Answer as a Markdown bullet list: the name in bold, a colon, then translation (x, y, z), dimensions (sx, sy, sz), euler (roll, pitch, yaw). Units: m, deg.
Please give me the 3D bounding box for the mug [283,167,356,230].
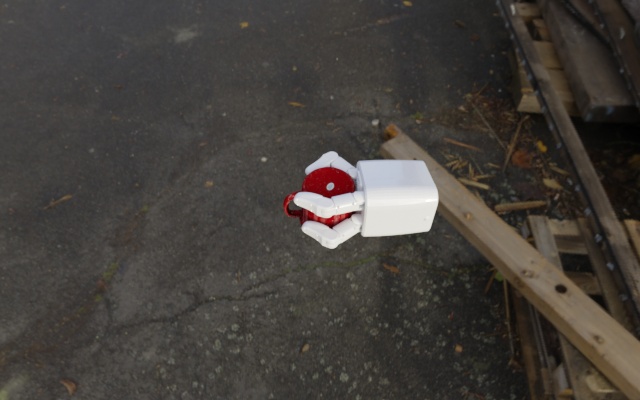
- **mug**: translation (-0.001, 0.002, 0.747), dimensions (0.117, 0.093, 0.082), euler (-3, -39, -3)
